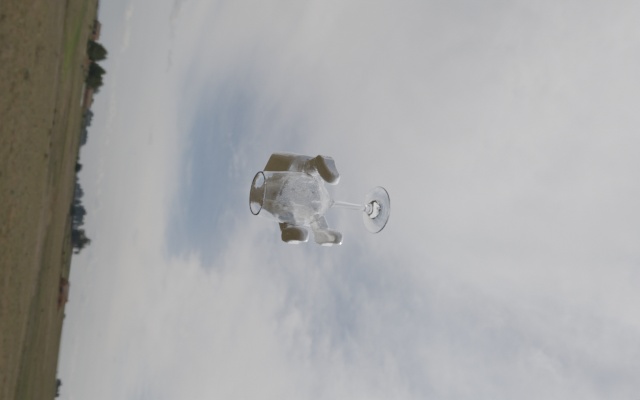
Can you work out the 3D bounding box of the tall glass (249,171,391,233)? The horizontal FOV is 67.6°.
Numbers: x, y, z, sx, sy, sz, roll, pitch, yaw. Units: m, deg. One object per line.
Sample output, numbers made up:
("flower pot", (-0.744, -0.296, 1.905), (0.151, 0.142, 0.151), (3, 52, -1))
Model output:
("tall glass", (0.001, 0.002, 0.702), (0.201, 0.079, 0.079), (8, -4, -28))
